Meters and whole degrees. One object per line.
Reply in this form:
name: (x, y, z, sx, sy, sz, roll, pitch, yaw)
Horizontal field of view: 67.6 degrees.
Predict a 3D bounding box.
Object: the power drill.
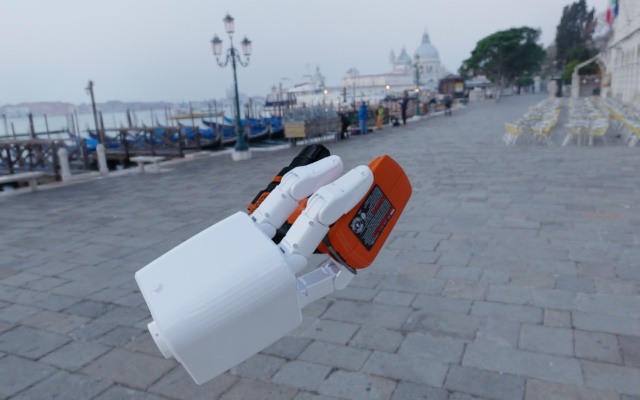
power drill: (0.000, 0.002, 0.494, 0.187, 0.184, 0.057, -5, -45, 52)
